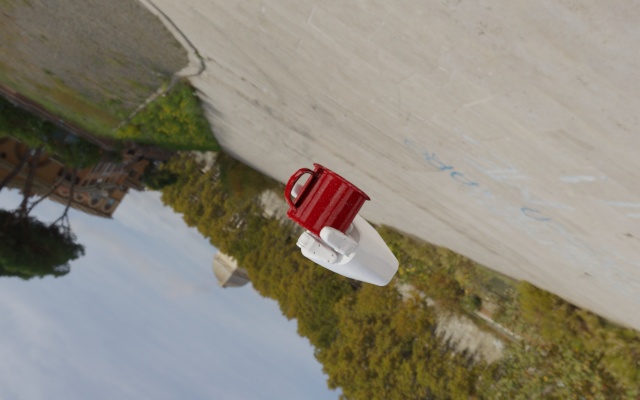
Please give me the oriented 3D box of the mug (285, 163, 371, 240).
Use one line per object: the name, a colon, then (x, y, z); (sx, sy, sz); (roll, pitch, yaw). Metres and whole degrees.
mug: (-0.001, 0.002, 0.642); (0.117, 0.081, 0.093); (35, -3, -39)
